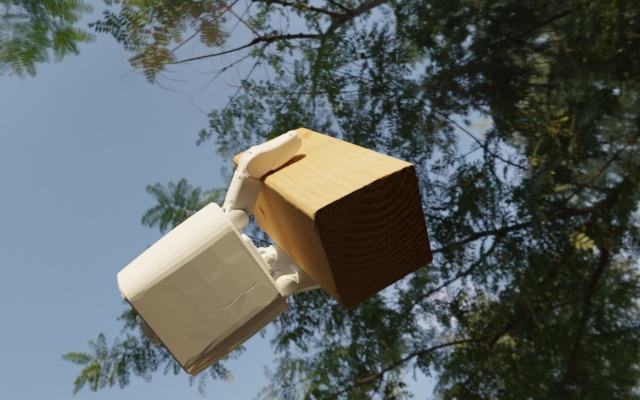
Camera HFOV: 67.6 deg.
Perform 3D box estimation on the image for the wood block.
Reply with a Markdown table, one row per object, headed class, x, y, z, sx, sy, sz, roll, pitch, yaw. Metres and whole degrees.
| class | x | y | z | sx | sy | sz | roll | pitch | yaw |
| --- | --- | --- | --- | --- | --- | --- | --- | --- | --- |
| wood block | 0.000 | 0.001 | 0.447 | 0.090 | 0.091 | 0.206 | -26 | 25 | -18 |
